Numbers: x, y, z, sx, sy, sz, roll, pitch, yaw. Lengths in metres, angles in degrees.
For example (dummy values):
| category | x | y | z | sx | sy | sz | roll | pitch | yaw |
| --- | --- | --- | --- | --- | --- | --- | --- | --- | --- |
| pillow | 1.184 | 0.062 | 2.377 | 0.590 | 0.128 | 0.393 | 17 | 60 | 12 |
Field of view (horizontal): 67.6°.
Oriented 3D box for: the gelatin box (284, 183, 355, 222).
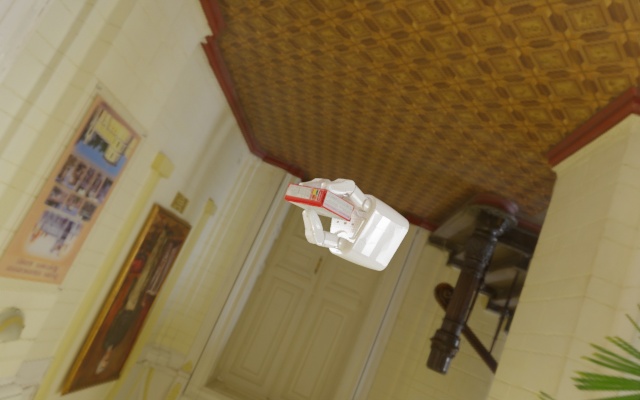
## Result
| category | x | y | z | sx | sy | sz | roll | pitch | yaw |
| --- | --- | --- | --- | --- | --- | --- | --- | --- | --- |
| gelatin box | 0.000 | 0.003 | 0.741 | 0.073 | 0.030 | 0.089 | 11 | -10 | 36 |
